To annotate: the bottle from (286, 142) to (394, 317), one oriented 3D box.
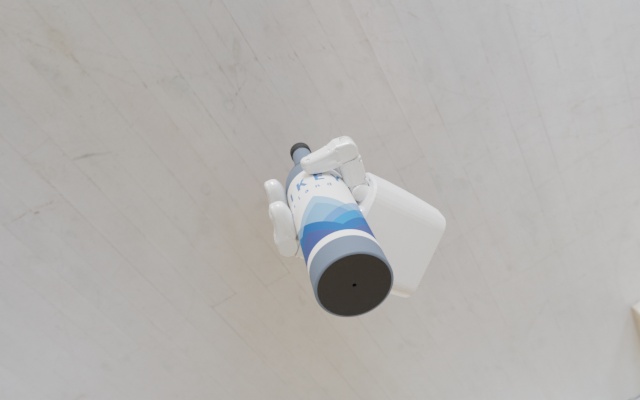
[{"bbox_3d":[0.000,0.002,0.512,0.069,0.069,0.295,0,27,-12],"label":"bottle"}]
